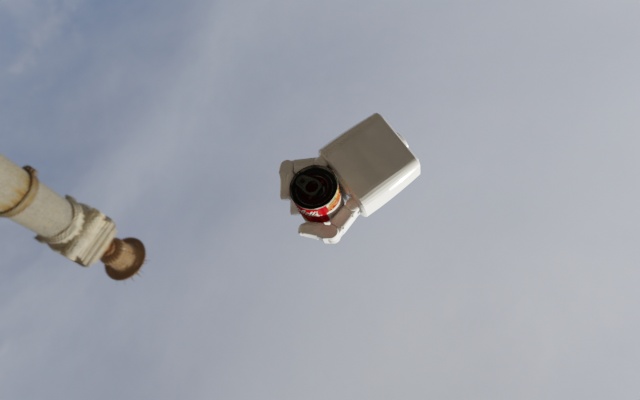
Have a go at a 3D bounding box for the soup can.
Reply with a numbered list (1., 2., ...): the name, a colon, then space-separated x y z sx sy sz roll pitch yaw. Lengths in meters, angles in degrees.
1. soup can: 0.000 0.003 0.691 0.068 0.068 0.102 0 -25 12
